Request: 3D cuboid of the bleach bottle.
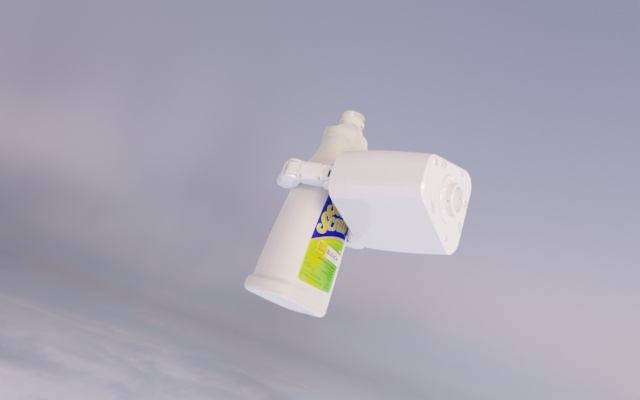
[{"bbox_3d":[0.000,0.002,0.565,0.068,0.250,0.103,5,-23,37],"label":"bleach bottle"}]
